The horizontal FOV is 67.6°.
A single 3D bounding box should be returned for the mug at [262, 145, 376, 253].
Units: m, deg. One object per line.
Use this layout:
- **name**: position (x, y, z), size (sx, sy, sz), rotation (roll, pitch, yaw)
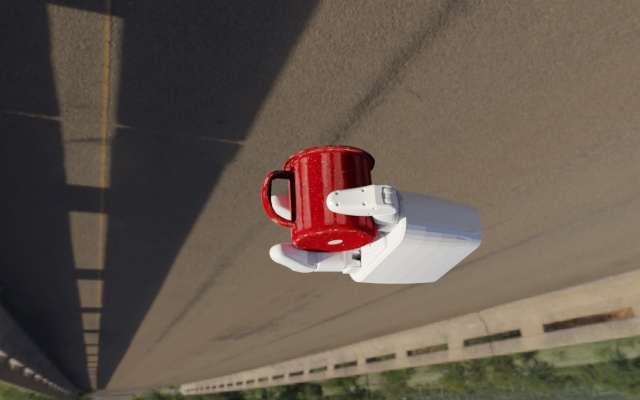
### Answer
- **mug**: position (-0.001, 0.002, 0.463), size (0.117, 0.081, 0.093), rotation (7, -23, -25)
